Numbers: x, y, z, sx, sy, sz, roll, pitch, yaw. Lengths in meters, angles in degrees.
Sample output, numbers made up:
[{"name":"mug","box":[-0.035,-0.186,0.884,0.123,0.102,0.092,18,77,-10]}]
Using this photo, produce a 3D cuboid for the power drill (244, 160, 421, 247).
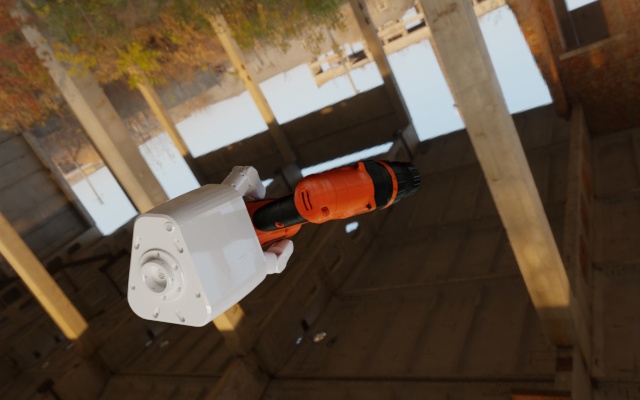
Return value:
[{"name":"power drill","box":[0.000,0.002,0.537,0.188,0.057,0.184,-21,-7,42]}]
